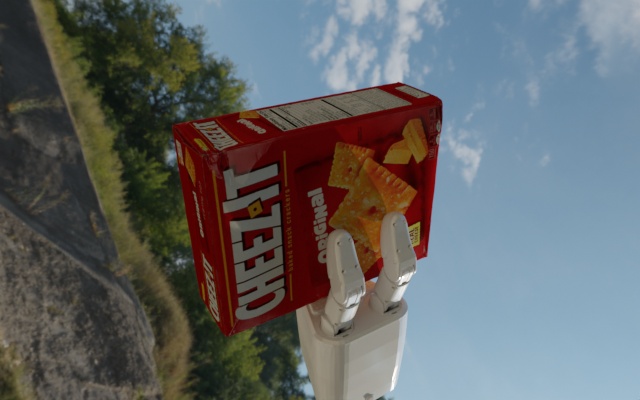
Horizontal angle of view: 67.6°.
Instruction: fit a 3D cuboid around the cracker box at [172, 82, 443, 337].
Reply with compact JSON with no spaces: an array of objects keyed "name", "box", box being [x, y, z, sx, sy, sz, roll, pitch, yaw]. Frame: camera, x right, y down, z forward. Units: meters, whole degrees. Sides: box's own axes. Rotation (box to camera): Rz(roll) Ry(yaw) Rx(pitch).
[{"name":"cracker box","box":[0.000,0.001,0.408,0.213,0.164,0.072,-17,33,-27]}]
